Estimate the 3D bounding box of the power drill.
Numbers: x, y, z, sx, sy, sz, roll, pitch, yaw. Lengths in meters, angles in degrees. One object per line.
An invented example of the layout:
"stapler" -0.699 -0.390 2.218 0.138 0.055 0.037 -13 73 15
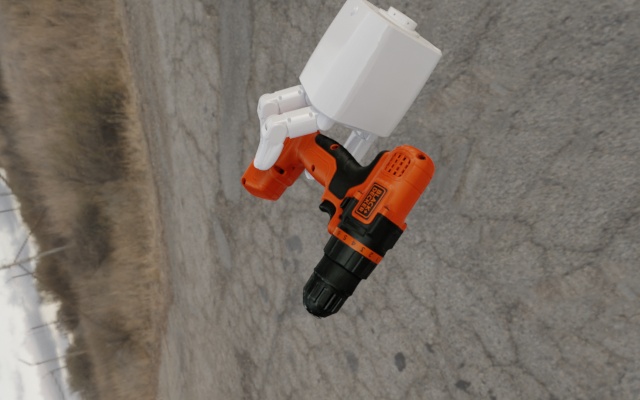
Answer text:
"power drill" 0.000 0.001 0.493 0.187 0.184 0.057 34 -2 37
